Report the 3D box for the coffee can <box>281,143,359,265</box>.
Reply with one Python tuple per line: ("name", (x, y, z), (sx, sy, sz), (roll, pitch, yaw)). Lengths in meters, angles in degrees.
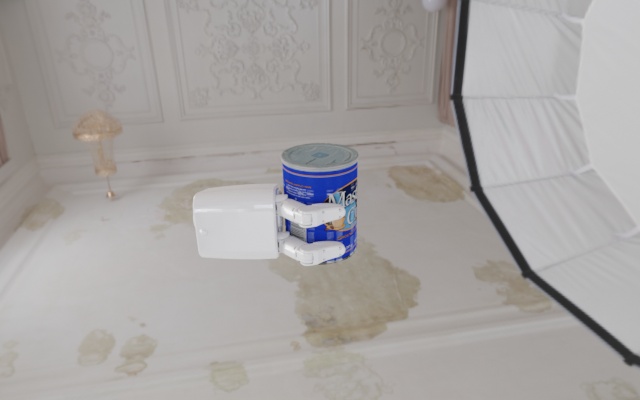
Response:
("coffee can", (0.000, 0.002, 0.659), (0.103, 0.140, 0.102), (-1, 24, 0))
